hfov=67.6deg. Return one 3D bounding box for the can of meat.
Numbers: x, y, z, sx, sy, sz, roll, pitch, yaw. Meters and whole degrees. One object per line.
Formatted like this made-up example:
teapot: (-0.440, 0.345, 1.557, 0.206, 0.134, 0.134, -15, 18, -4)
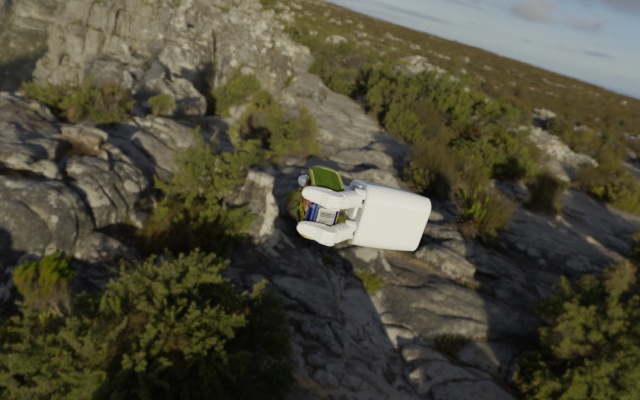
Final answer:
can of meat: (0.000, 0.002, 0.753, 0.057, 0.084, 0.102, 11, 23, -11)
